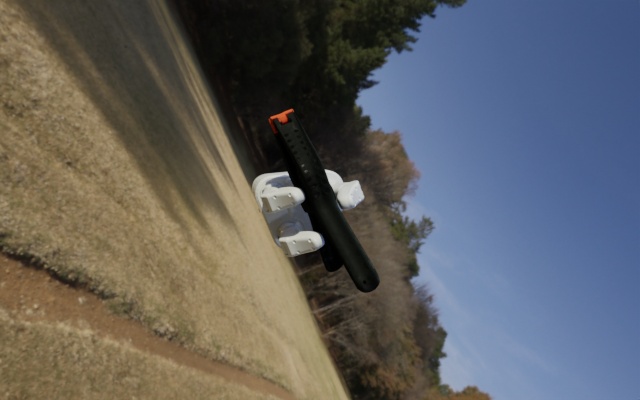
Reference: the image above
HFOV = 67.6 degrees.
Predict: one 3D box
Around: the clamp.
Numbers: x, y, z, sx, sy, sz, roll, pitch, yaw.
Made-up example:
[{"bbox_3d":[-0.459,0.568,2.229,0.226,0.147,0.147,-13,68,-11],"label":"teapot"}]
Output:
[{"bbox_3d":[0.001,0.001,0.525,0.036,0.210,0.164,-24,11,-12],"label":"clamp"}]
